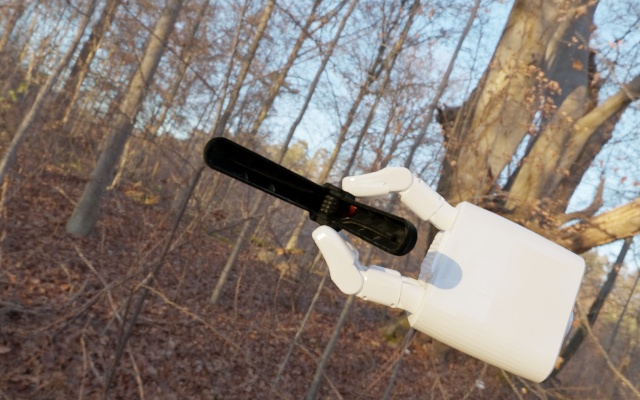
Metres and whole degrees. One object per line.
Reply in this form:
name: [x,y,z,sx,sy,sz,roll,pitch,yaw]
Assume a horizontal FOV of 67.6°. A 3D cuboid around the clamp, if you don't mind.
clamp: [0.001,0.001,0.412,0.164,0.036,0.210,26,-1,9]
